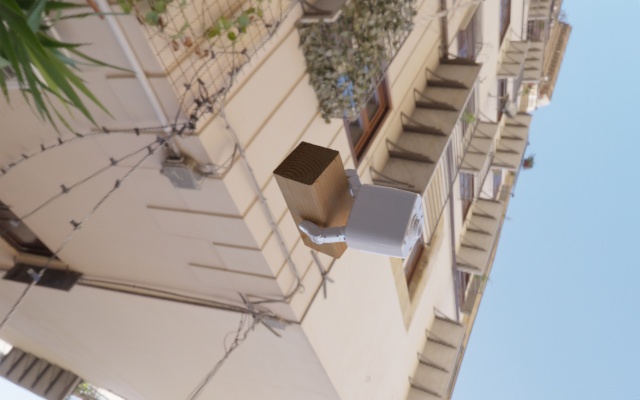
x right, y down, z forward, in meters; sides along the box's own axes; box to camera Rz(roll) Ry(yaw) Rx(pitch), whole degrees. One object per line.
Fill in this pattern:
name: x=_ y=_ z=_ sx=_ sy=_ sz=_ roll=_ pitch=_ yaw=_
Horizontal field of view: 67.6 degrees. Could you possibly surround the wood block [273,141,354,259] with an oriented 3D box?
wood block: x=0.000 y=0.003 z=0.889 sx=0.090 sy=0.090 sz=0.206 roll=20 pitch=-34 yaw=34
